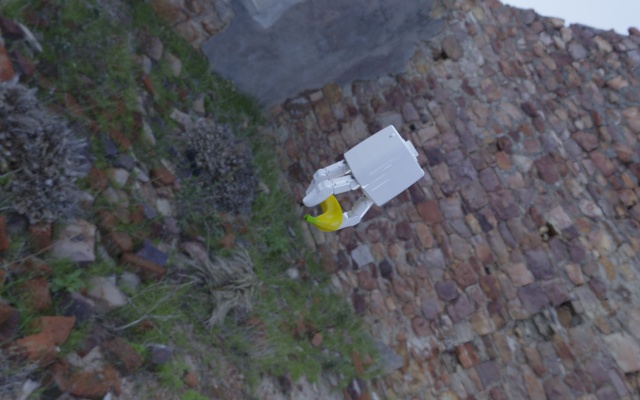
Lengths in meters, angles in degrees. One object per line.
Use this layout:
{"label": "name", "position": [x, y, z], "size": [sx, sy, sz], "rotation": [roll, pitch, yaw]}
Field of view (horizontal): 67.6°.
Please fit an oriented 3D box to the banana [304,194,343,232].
{"label": "banana", "position": [0.013, 0.017, 0.899], "size": [0.037, 0.069, 0.197], "rotation": [-42, 9, 14]}
